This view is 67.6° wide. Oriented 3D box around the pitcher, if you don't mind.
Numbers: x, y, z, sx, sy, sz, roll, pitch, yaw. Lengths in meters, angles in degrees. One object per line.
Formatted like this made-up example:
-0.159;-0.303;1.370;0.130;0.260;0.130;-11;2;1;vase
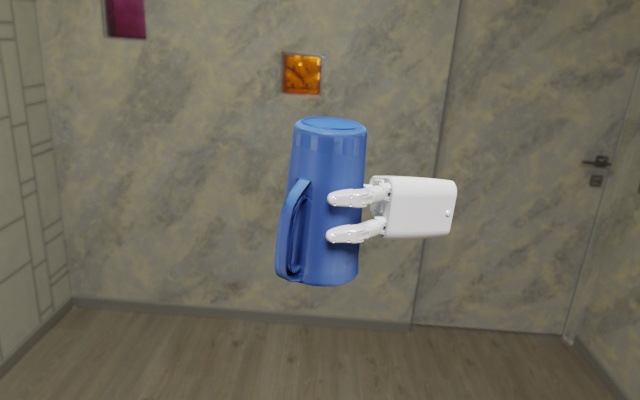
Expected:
0.000;0.002;0.729;0.145;0.243;0.149;1;20;-11;pitcher
